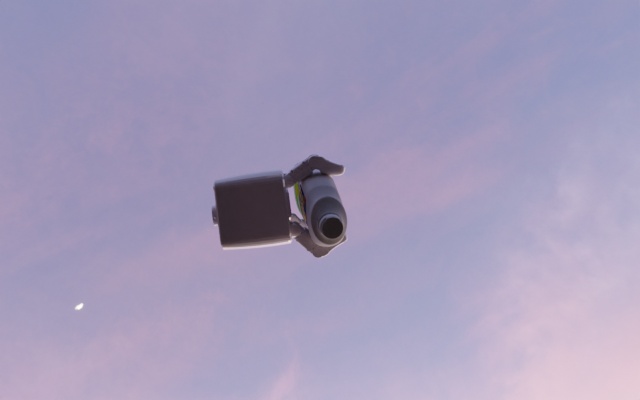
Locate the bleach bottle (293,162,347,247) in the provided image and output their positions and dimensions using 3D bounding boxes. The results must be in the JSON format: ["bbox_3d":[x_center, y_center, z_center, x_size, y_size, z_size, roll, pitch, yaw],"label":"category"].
[{"bbox_3d":[0.000,0.002,0.727,0.068,0.102,0.250,-7,12,-5],"label":"bleach bottle"}]
